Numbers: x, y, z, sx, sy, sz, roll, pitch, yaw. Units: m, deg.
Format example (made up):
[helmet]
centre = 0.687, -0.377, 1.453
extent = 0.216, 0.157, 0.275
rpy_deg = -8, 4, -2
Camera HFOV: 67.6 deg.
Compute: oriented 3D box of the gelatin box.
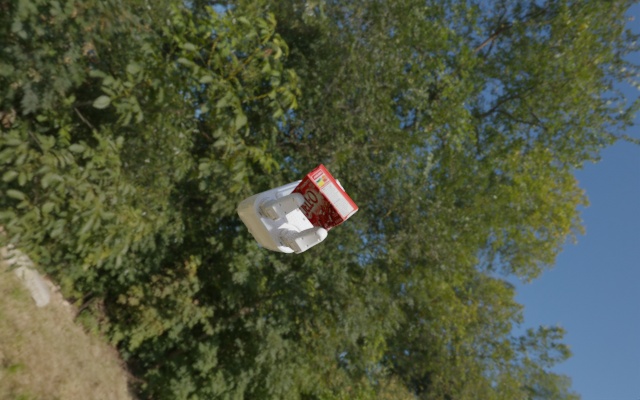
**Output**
[gelatin box]
centre = 0.001, 0.002, 0.623
extent = 0.030, 0.073, 0.089
rpy_deg = -39, 0, -26
